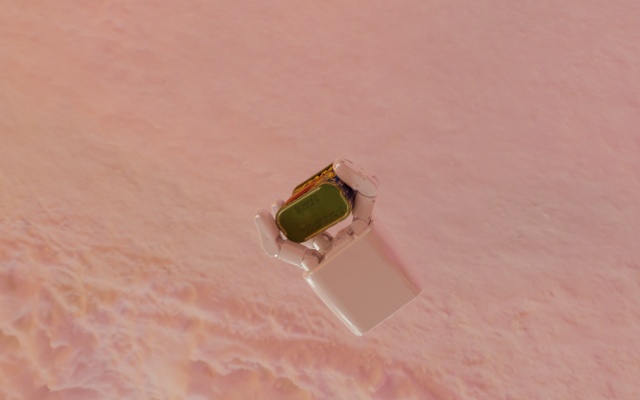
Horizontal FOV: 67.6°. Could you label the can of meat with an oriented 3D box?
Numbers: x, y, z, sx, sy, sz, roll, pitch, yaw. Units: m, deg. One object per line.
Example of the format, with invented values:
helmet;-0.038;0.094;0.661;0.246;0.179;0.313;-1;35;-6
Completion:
can of meat;0.000;0.002;0.598;0.102;0.057;0.084;-32;10;24
